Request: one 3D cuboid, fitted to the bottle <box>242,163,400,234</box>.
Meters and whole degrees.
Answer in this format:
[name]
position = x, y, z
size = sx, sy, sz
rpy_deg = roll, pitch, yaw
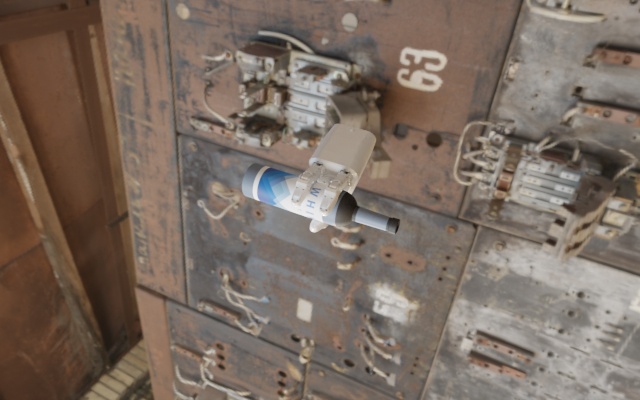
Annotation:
[bottle]
position = 0.000, 0.003, 0.867
size = 0.295, 0.069, 0.069
rpy_deg = 18, 6, 19
